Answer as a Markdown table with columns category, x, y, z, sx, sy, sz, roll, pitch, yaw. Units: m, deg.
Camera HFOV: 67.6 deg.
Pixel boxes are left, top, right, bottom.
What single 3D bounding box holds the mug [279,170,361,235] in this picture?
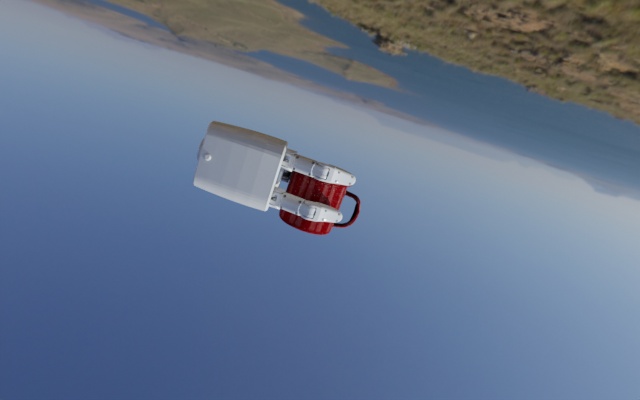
| category | x | y | z | sx | sy | sz | roll | pitch | yaw |
| --- | --- | --- | --- | --- | --- | --- | --- | --- | --- |
| mug | 0.001 | 0.003 | 0.697 | 0.117 | 0.081 | 0.093 | 19 | 12 | -3 |
